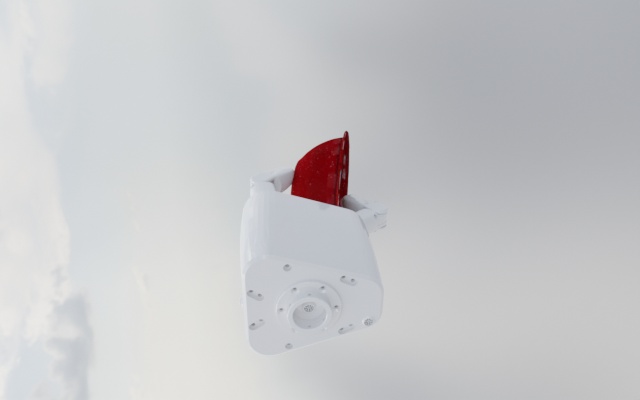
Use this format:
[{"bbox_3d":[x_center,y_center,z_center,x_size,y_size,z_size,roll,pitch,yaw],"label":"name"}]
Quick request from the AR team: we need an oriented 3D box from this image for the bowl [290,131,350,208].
[{"bbox_3d":[0.000,0.001,0.538,0.055,0.162,0.162,4,0,6],"label":"bowl"}]
